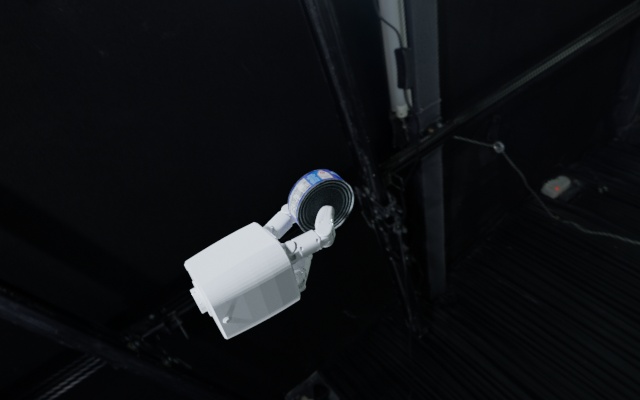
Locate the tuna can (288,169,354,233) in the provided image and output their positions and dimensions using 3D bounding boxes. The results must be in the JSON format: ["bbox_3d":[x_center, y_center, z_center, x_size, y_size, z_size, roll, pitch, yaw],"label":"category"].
[{"bbox_3d":[0.000,0.002,0.639,0.086,0.086,0.033,0,29,-34],"label":"tuna can"}]
